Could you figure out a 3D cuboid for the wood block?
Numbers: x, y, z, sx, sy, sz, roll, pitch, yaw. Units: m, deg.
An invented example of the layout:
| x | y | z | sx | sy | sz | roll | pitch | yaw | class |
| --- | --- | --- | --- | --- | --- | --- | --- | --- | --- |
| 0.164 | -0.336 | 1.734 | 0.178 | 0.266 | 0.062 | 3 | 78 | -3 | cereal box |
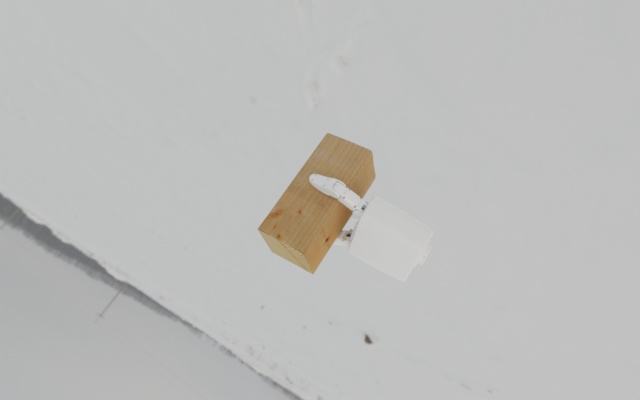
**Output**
| x | y | z | sx | sy | sz | roll | pitch | yaw | class |
| --- | --- | --- | --- | --- | --- | --- | --- | --- | --- |
| 0.000 | 0.003 | 0.791 | 0.090 | 0.206 | 0.091 | 25 | -22 | 23 | wood block |
